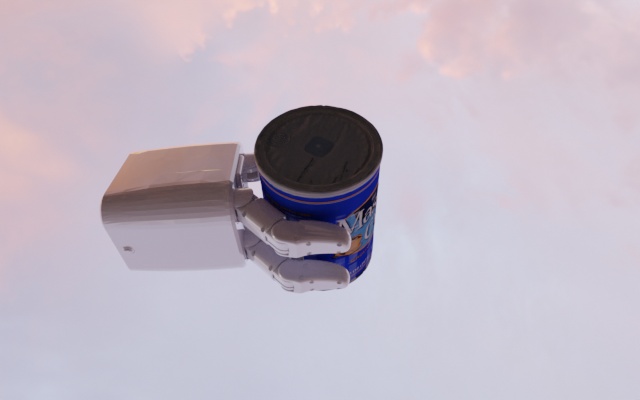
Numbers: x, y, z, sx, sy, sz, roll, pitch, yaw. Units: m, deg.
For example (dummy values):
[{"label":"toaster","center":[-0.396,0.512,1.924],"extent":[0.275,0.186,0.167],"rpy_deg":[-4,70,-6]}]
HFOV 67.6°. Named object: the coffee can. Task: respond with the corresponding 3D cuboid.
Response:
[{"label":"coffee can","center":[0.000,0.001,0.431],"extent":[0.103,0.102,0.140],"rpy_deg":[0,-41,2]}]
